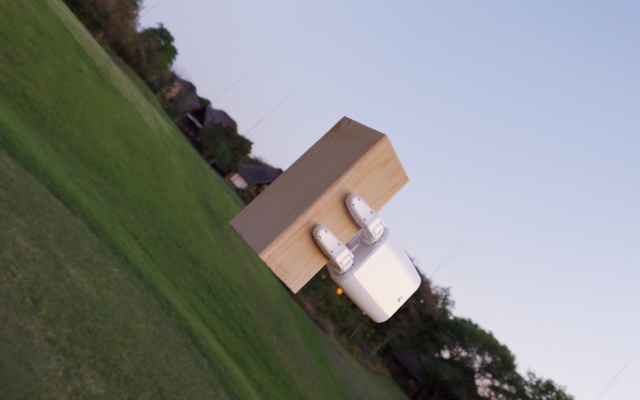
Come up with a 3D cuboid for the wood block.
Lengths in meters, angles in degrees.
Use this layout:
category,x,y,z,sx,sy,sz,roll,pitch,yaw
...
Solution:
category,x,y,z,sx,sy,sz,roll,pitch,yaw
wood block,0.000,0.002,0.608,0.090,0.206,0.090,36,-14,49
